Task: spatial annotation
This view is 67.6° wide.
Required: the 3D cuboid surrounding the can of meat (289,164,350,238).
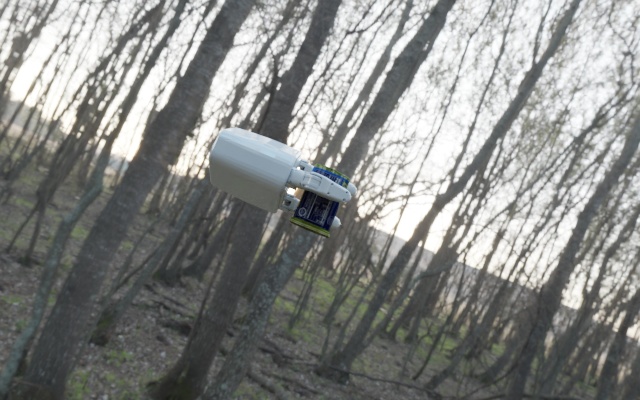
[{"bbox_3d":[0.000,0.002,0.657,0.057,0.084,0.102,22,-5,1],"label":"can of meat"}]
